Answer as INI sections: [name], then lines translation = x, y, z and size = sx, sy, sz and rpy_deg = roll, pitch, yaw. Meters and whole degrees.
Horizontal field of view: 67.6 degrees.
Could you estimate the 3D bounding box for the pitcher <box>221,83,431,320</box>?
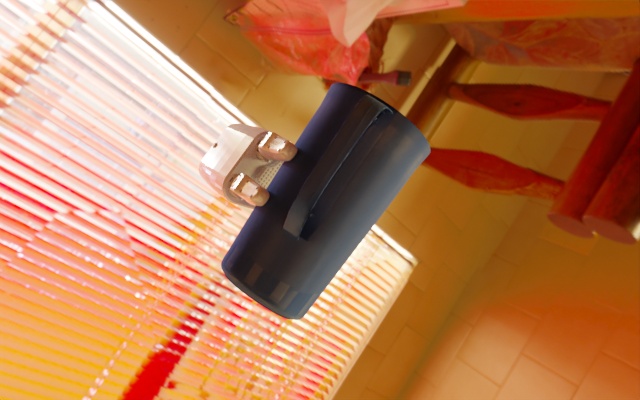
[pitcher]
translation = 0.000, 0.002, 0.515
size = 0.149, 0.243, 0.145
rpy_deg = 39, -6, -38
